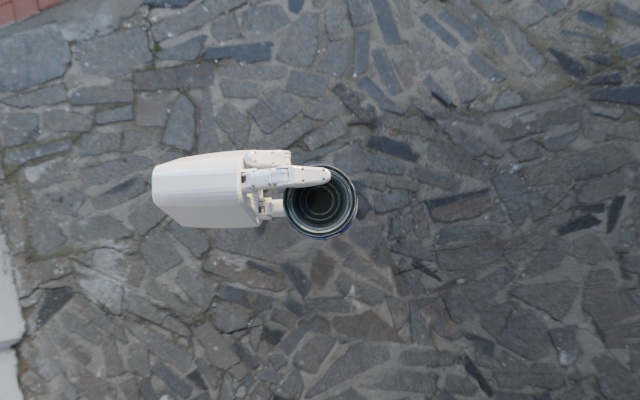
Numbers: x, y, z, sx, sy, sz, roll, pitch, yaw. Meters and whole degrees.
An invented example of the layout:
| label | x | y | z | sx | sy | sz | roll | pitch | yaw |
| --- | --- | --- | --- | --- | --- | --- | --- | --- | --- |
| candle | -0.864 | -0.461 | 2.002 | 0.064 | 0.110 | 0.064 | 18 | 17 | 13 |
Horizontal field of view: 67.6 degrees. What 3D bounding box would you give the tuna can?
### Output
| label | x | y | z | sx | sy | sz | roll | pitch | yaw |
| --- | --- | --- | --- | --- | --- | --- | --- | --- | --- |
| tuna can | 0.000 | 0.002 | 0.549 | 0.086 | 0.086 | 0.034 | 0 | -8 | 5 |
